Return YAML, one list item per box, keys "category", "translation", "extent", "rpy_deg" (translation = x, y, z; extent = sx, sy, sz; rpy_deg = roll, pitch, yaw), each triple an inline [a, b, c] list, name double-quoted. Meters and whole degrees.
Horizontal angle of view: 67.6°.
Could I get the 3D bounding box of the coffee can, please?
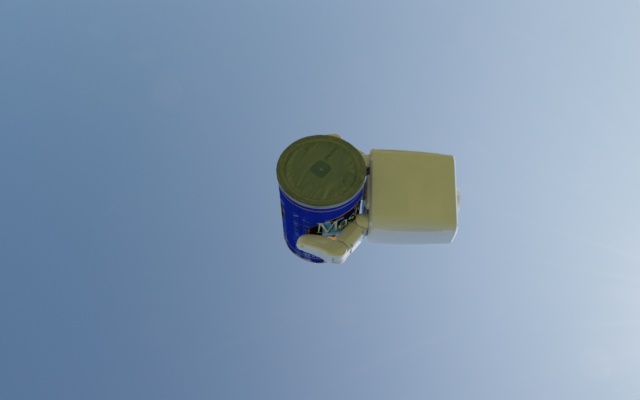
- category: "coffee can"
  translation: [0.000, 0.002, 0.600]
  extent: [0.103, 0.102, 0.140]
  rpy_deg: [0, -33, -1]
